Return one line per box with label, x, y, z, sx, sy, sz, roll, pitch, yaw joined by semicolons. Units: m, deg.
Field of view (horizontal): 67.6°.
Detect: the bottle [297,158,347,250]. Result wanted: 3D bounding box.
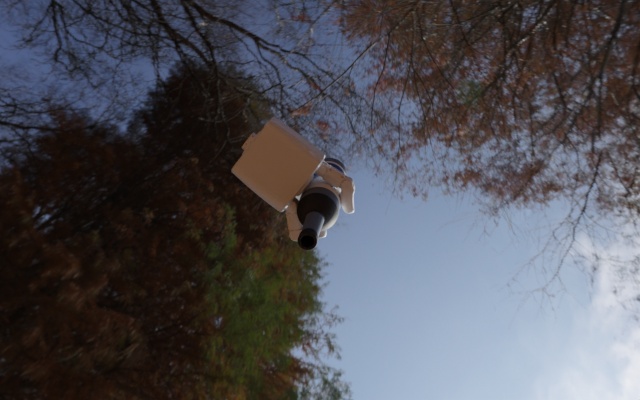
bottle;0.000;0.003;0.783;0.069;0.069;0.295;0;21;8
